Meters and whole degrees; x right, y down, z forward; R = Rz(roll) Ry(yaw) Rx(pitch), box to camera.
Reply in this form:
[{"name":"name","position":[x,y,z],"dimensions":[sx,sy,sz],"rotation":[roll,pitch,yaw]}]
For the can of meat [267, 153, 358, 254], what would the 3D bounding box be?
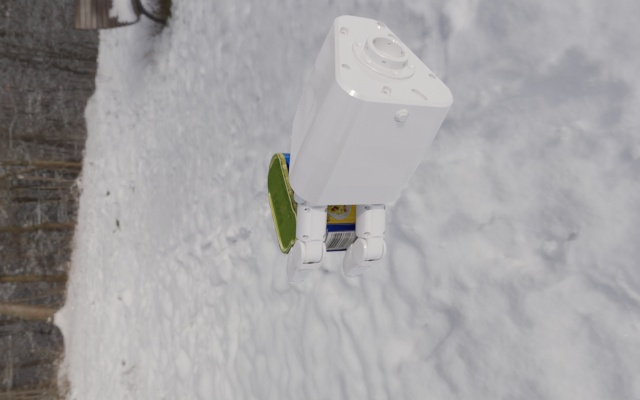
[{"name":"can of meat","position":[0.000,0.001,0.456],"dimensions":[0.084,0.102,0.057],"rotation":[-1,-36,-24]}]
